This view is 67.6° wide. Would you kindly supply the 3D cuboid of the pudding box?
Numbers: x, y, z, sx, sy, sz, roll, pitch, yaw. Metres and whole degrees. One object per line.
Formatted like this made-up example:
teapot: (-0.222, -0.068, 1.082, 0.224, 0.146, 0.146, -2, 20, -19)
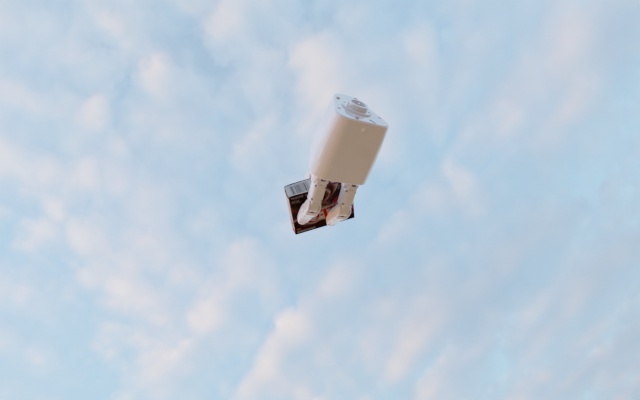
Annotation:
pudding box: (0.000, 0.003, 0.816, 0.113, 0.090, 0.039, -15, 42, -7)
